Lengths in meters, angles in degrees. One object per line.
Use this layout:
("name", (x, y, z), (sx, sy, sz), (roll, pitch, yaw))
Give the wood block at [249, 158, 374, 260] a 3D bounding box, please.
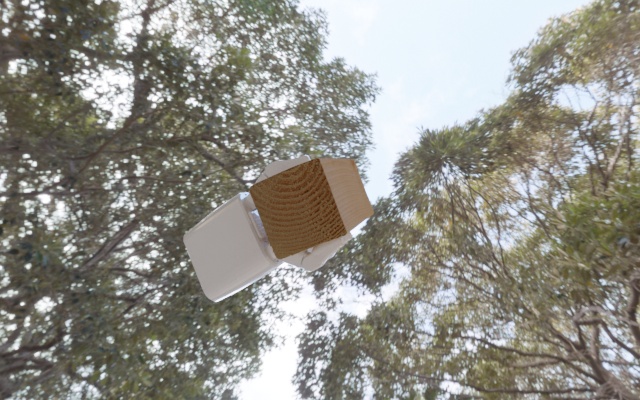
("wood block", (0.000, 0.002, 0.617), (0.090, 0.091, 0.206), (-22, -1, 15))
